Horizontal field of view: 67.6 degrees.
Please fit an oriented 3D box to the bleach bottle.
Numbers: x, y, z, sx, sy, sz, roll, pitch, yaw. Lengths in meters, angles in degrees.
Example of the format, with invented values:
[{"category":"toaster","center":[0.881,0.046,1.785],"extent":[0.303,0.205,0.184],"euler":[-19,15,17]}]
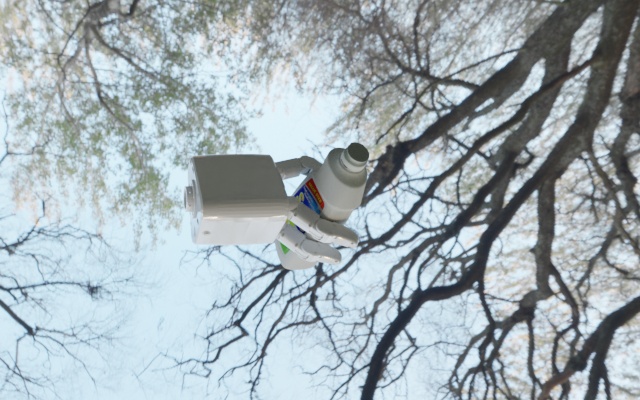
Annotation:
[{"category":"bleach bottle","center":[0.000,0.002,0.649],"extent":[0.068,0.102,0.251],"euler":[-1,-31,-23]}]
